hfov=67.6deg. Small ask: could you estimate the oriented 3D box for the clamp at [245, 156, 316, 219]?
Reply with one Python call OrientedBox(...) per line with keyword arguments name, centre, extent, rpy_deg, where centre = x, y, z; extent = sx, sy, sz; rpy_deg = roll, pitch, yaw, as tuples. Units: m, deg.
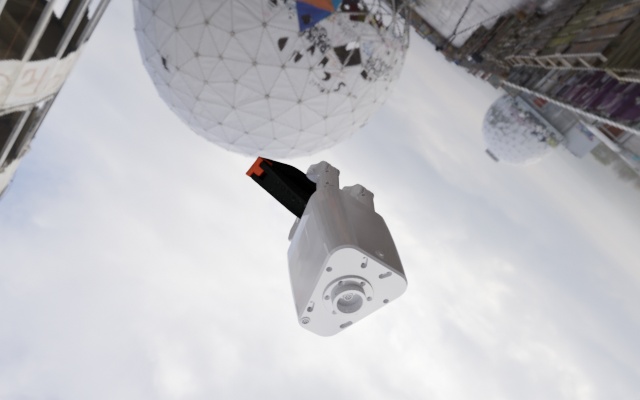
OrientedBox(name="clamp", centre=(-0.001, 0.002, 0.599), extent=(0.210, 0.036, 0.164), rpy_deg=(33, 18, -24))
